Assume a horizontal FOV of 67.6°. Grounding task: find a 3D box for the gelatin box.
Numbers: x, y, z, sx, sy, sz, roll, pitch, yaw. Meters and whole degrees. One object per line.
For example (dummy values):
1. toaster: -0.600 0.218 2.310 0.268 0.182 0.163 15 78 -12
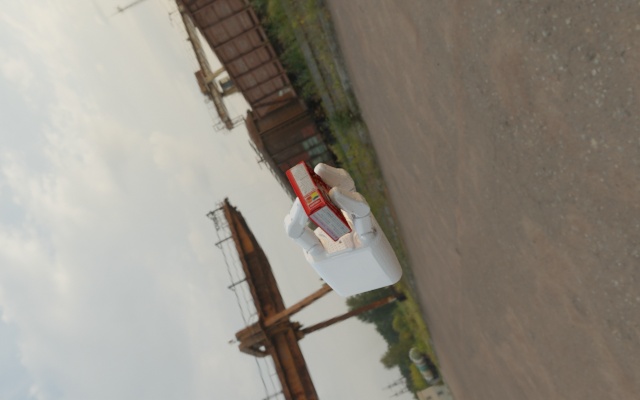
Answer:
1. gelatin box: 0.000 0.002 0.594 0.030 0.073 0.089 -33 -35 9
